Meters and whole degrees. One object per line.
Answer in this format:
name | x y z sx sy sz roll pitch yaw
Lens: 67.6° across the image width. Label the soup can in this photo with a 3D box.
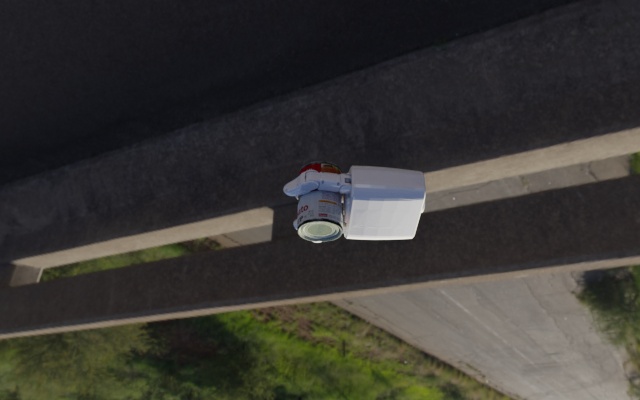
soup can | 0.000 0.002 0.709 0.068 0.102 0.068 1 -31 0
